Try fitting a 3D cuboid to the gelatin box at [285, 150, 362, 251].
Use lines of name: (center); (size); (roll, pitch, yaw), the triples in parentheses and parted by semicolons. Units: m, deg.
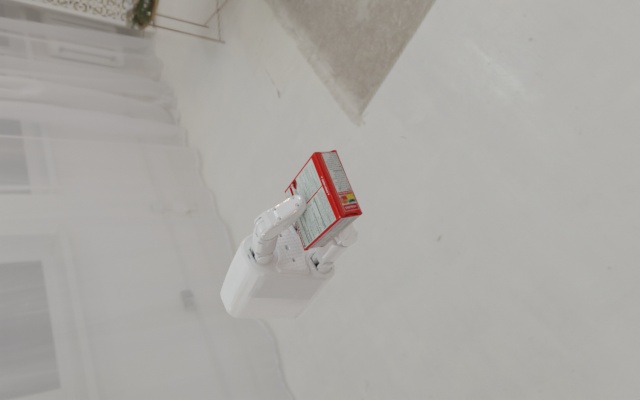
gelatin box: (0.000, 0.002, 0.495); (0.030, 0.073, 0.089); (-9, -22, -31)
